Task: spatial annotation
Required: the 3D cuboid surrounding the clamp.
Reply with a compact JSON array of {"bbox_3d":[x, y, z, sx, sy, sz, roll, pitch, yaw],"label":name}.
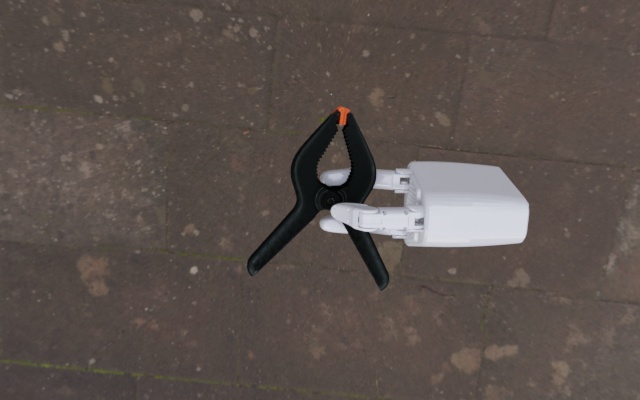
[{"bbox_3d":[0.000,0.001,0.532,0.164,0.210,0.036,0,13,-5],"label":"clamp"}]
